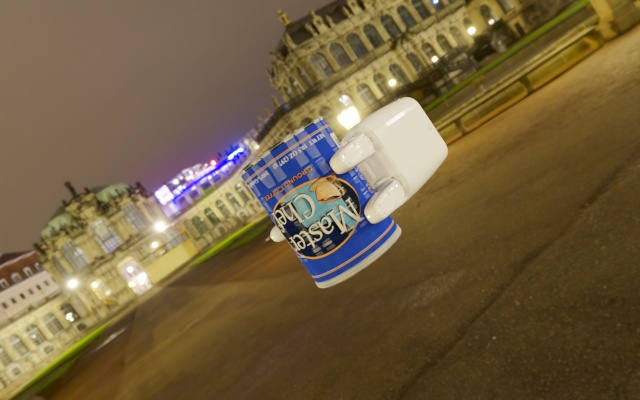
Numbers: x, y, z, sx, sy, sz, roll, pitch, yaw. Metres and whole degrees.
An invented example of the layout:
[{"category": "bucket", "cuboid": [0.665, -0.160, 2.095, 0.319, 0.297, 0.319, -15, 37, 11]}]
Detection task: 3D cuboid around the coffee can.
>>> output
[{"category": "coffee can", "cuboid": [0.000, 0.002, 0.483, 0.103, 0.140, 0.103, -35, 4, 3]}]
